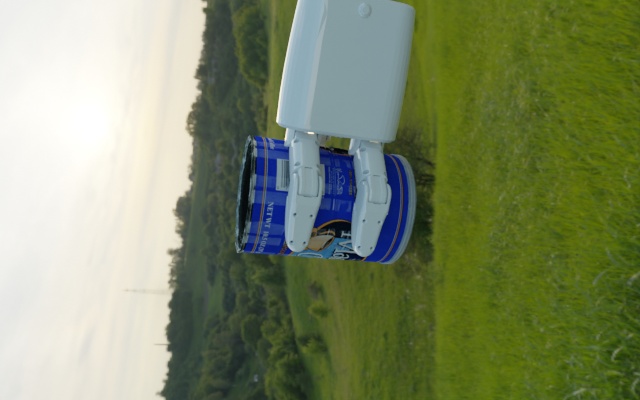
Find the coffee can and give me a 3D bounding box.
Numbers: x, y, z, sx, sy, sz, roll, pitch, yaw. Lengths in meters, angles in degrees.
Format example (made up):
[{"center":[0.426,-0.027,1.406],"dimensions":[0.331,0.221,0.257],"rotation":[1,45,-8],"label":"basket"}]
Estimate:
[{"center":[0.000,0.002,0.431],"dimensions":[0.140,0.103,0.103],"rotation":[6,-2,-15],"label":"coffee can"}]
